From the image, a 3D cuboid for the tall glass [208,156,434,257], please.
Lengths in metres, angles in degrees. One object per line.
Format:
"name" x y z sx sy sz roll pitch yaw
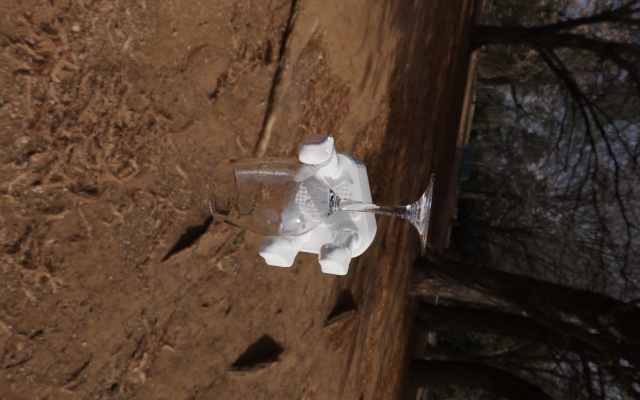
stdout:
"tall glass" 0.001 0.001 0.446 0.201 0.079 0.079 7 1 13
